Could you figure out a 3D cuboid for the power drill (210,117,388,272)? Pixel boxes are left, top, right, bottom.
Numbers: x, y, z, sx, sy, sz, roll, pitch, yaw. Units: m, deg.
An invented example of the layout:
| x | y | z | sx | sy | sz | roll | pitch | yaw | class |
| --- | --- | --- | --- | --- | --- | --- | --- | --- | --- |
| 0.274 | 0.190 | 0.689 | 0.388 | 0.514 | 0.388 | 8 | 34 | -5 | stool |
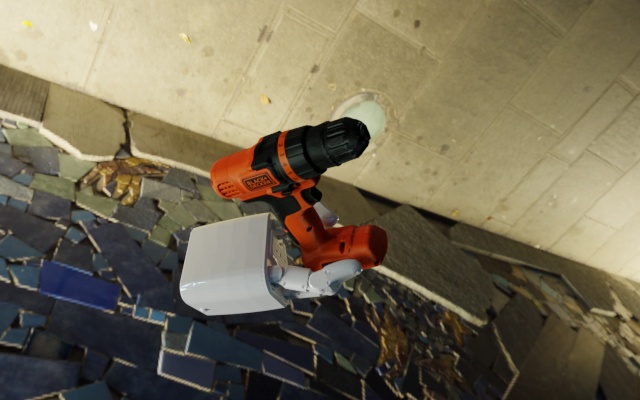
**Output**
| x | y | z | sx | sy | sz | roll | pitch | yaw | class |
| --- | --- | --- | --- | --- | --- | --- | --- | --- | --- |
| 0.000 | 0.002 | 0.515 | 0.184 | 0.057 | 0.188 | -13 | -50 | 32 | power drill |
